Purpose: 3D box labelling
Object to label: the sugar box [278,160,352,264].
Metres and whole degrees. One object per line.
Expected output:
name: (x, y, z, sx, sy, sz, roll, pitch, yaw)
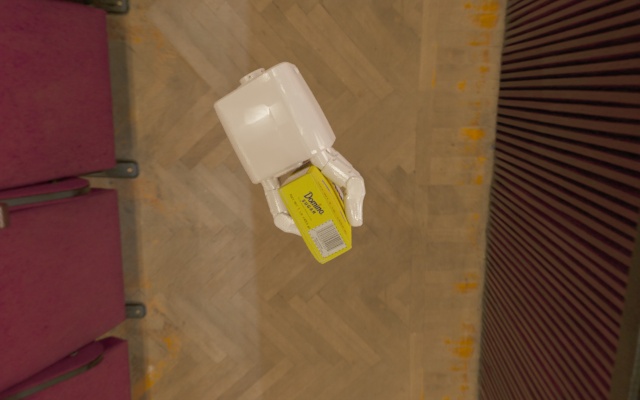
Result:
sugar box: (0.001, 0.002, 0.572, 0.048, 0.093, 0.176, -27, 9, 11)
